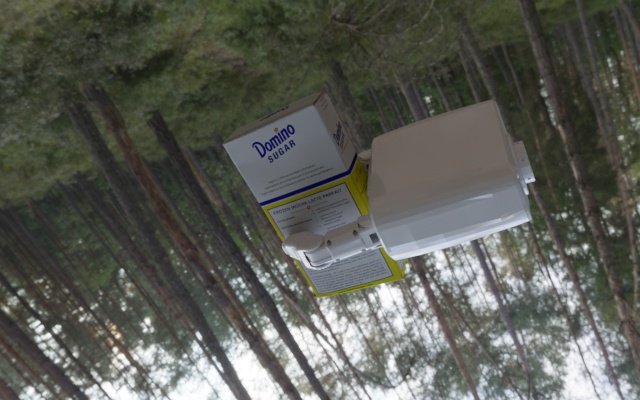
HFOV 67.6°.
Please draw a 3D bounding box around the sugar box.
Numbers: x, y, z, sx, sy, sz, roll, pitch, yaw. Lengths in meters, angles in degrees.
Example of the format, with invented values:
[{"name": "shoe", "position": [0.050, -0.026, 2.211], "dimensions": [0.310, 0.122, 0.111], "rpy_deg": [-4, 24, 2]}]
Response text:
[{"name": "sugar box", "position": [0.000, 0.001, 0.425], "dimensions": [0.093, 0.176, 0.048], "rpy_deg": [-18, 21, 24]}]
